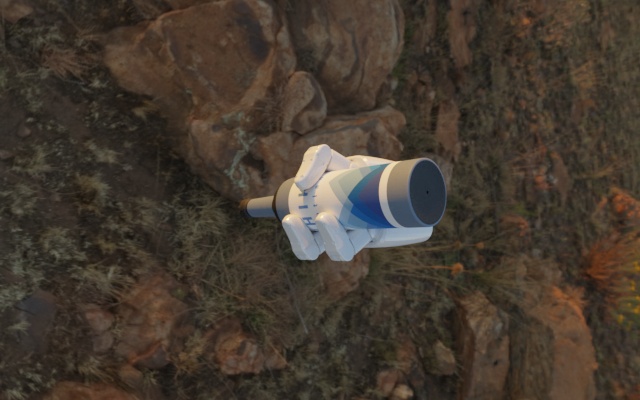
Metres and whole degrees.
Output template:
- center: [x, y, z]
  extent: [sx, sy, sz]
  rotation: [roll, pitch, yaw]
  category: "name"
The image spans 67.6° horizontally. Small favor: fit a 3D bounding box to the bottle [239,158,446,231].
- center: [0.000, 0.002, 0.559]
  extent: [0.069, 0.069, 0.296]
  rotation: [0, -4, -44]
  category: "bottle"
